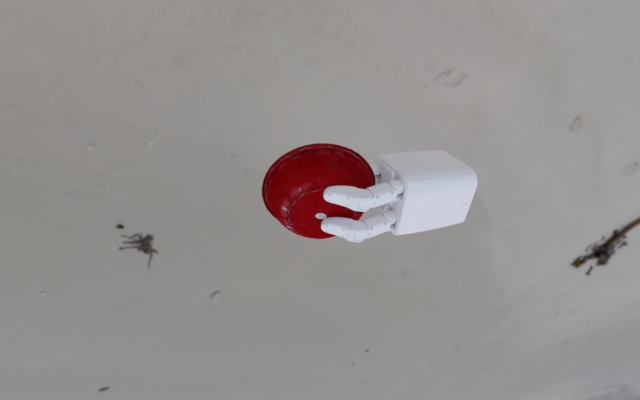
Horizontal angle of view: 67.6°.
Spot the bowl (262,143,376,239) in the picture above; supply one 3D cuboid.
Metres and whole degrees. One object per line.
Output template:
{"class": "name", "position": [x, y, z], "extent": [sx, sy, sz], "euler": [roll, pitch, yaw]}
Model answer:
{"class": "bowl", "position": [-0.001, 0.003, 0.657], "extent": [0.162, 0.162, 0.055], "euler": [0, 42, -7]}
